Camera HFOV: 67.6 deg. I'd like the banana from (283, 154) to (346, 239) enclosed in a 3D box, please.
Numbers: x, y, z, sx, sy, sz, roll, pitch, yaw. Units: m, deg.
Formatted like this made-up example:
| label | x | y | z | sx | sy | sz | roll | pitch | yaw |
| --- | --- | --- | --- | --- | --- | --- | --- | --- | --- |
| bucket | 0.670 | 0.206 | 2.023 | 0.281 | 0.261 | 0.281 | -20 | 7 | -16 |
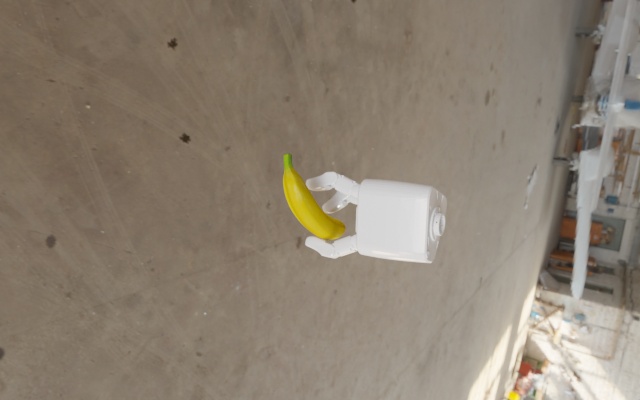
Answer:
| label | x | y | z | sx | sy | sz | roll | pitch | yaw |
| --- | --- | --- | --- | --- | --- | --- | --- | --- | --- |
| banana | -0.007 | 0.016 | 0.725 | 0.037 | 0.069 | 0.198 | 0 | -36 | 30 |
